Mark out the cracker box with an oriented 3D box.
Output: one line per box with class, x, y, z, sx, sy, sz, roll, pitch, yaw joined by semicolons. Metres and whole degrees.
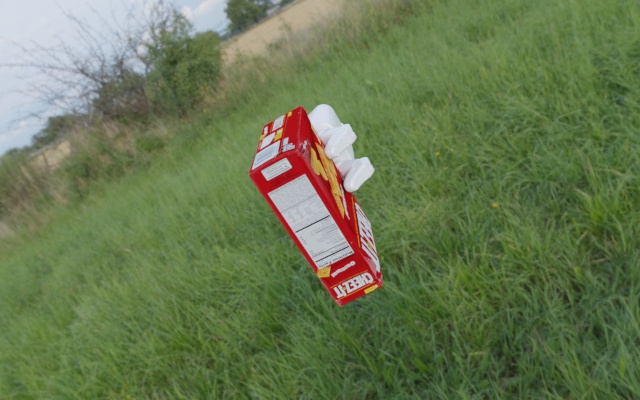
cracker box;0.000;0.002;0.623;0.072;0.214;0.164;-27;24;13
